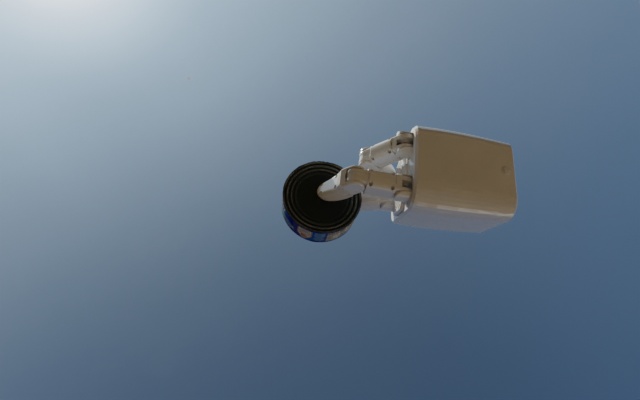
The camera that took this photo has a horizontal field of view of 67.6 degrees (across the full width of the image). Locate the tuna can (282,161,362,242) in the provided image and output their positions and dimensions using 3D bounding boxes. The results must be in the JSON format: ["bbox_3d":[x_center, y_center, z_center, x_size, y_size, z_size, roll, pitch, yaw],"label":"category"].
[{"bbox_3d":[0.000,0.002,0.525,0.086,0.086,0.034,0,-26,-9],"label":"tuna can"}]
